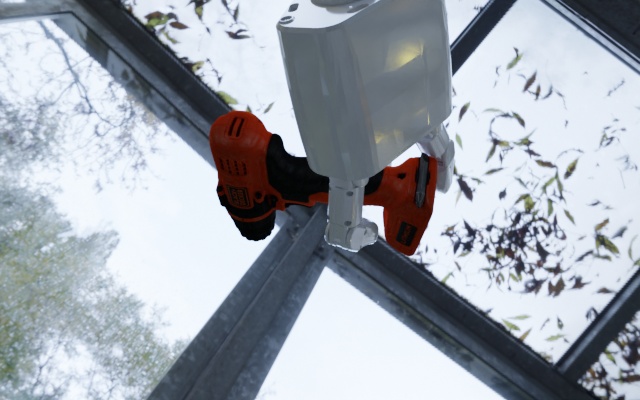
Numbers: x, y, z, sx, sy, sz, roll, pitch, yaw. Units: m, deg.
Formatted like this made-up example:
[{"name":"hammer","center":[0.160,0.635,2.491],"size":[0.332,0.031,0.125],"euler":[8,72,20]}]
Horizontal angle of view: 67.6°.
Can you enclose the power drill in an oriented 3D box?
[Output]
[{"name":"power drill","center":[0.001,0.001,0.432],"size":[0.187,0.057,0.184],"euler":[9,-27,4]}]
